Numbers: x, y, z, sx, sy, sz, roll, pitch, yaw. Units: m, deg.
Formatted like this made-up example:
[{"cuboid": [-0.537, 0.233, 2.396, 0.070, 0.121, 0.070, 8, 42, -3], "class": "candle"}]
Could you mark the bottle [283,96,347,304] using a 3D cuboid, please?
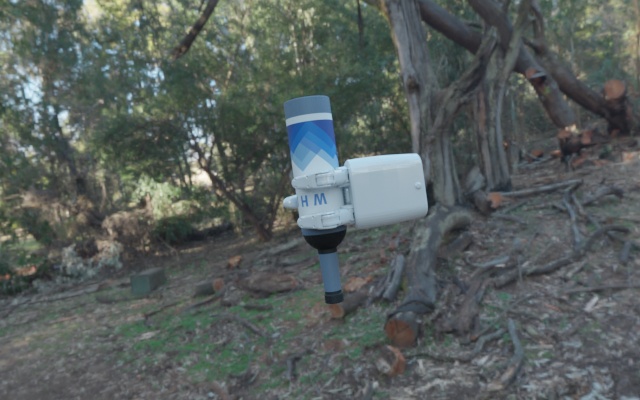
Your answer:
[{"cuboid": [0.000, 0.002, 0.692, 0.069, 0.296, 0.069, -8, 2, 0], "class": "bottle"}]
